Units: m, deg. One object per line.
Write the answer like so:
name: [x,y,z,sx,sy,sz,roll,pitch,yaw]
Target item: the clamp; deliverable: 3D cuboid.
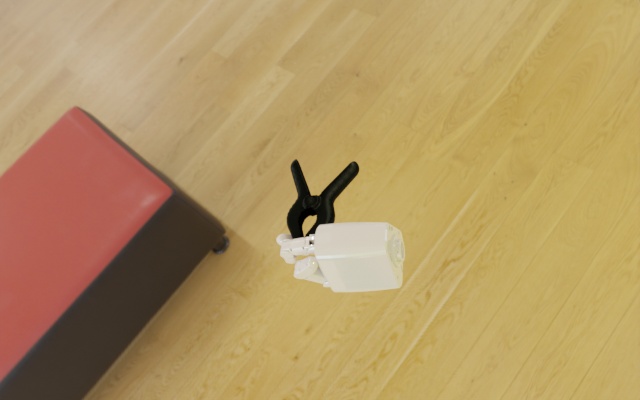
clamp: [0.000,0.002,0.766,0.120,0.171,0.039,-7,-28,23]
